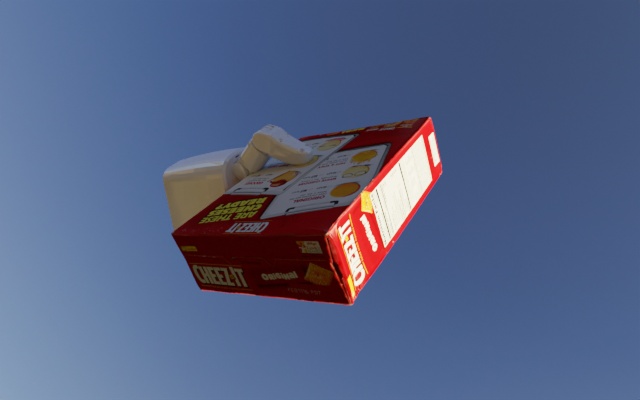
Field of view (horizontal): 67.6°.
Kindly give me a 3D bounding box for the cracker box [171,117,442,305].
[{"bbox_3d":[0.000,0.001,0.445,0.164,0.072,0.213,-3,28,35],"label":"cracker box"}]
